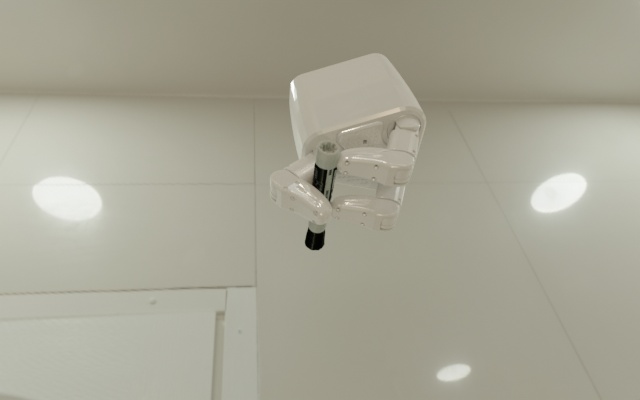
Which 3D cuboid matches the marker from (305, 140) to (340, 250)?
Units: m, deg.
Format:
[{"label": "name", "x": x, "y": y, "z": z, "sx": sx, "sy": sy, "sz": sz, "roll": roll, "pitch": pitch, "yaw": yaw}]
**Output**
[{"label": "marker", "x": 0.000, "y": 0.001, "z": 0.413, "sx": 0.020, "sy": 0.121, "sz": 0.020, "roll": 4, "pitch": 44, "yaw": -4}]
